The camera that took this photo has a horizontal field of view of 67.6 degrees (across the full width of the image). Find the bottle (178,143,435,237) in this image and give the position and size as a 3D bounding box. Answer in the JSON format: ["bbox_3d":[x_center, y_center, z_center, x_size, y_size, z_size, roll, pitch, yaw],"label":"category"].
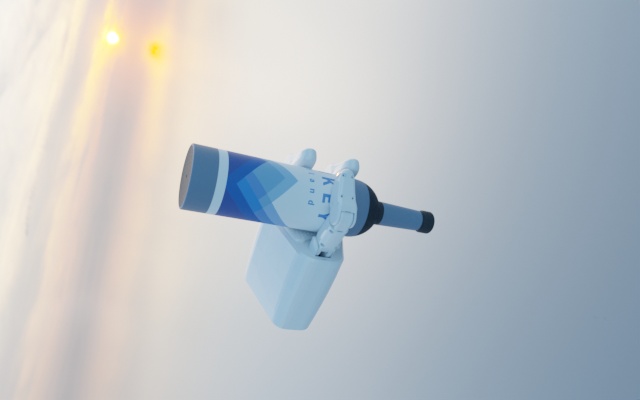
[{"bbox_3d":[0.000,0.002,0.527,0.296,0.069,0.069,11,-5,-24],"label":"bottle"}]
